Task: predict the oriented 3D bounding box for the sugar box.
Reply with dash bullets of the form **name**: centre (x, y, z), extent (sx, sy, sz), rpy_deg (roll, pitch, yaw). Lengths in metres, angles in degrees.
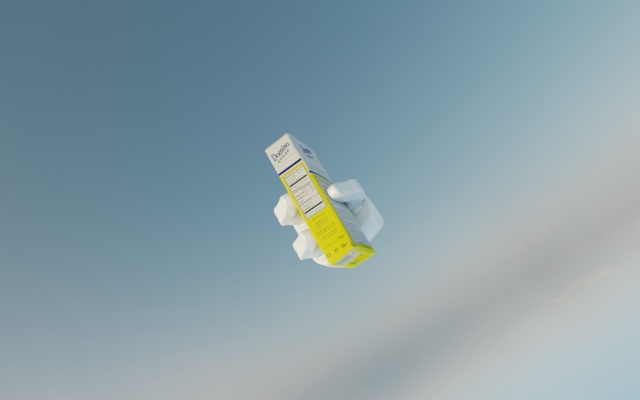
- **sugar box**: centre (0.000, 0.002, 0.624), extent (0.048, 0.176, 0.093), rpy_deg (-37, -21, 11)
